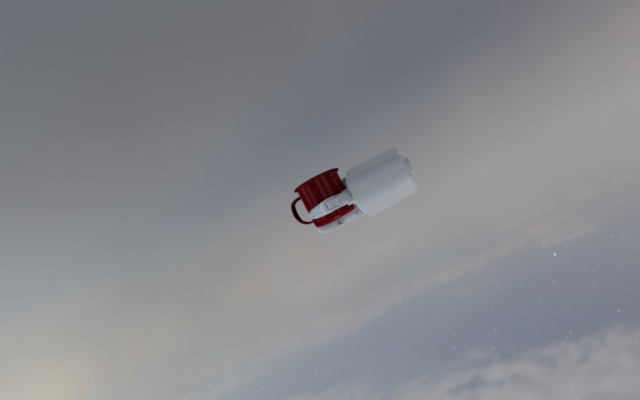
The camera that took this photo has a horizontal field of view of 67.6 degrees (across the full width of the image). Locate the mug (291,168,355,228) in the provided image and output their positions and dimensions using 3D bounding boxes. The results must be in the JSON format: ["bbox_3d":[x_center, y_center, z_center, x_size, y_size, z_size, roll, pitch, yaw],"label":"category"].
[{"bbox_3d":[-0.001,0.004,0.881,0.117,0.081,0.093,-29,-6,13],"label":"mug"}]
